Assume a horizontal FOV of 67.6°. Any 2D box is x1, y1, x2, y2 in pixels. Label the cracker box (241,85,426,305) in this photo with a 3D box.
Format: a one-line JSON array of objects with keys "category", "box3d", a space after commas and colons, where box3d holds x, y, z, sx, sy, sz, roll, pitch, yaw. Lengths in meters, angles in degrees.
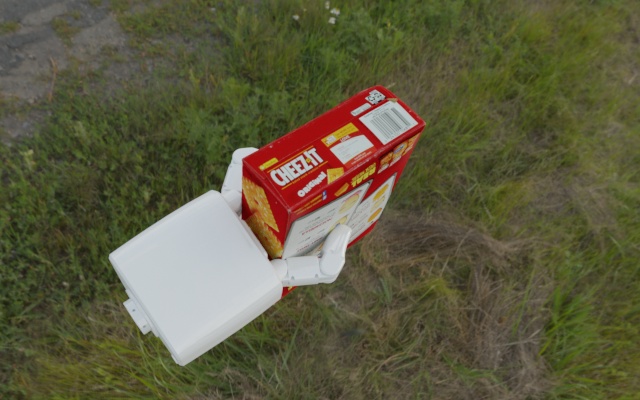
[{"category": "cracker box", "box3d": [0.000, 0.002, 0.496, 0.164, 0.072, 0.214, -34, -20, -26]}]
